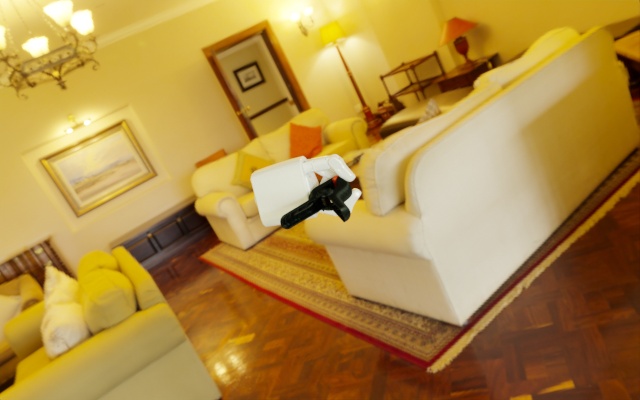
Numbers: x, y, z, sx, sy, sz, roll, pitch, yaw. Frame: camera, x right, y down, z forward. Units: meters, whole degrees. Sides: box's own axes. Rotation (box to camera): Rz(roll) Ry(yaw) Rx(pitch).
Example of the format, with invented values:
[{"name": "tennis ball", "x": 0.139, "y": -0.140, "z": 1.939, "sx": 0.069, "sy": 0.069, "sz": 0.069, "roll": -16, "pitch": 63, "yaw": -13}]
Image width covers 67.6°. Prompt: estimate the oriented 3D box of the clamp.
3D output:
[{"name": "clamp", "x": 0.000, "y": 0.002, "z": 0.828, "sx": 0.120, "sy": 0.039, "sz": 0.171, "roll": -6, "pitch": 20, "yaw": 12}]
